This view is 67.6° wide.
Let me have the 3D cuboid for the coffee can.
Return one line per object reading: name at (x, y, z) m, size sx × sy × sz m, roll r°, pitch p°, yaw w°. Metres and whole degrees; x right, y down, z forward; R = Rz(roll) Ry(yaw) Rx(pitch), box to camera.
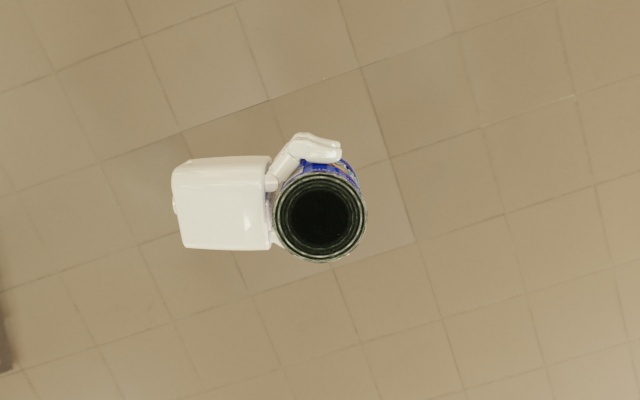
coffee can at (0.000, 0.002, 0.575) m, size 0.103 × 0.103 × 0.140 m, roll 0°, pitch 14°, yaw 1°
